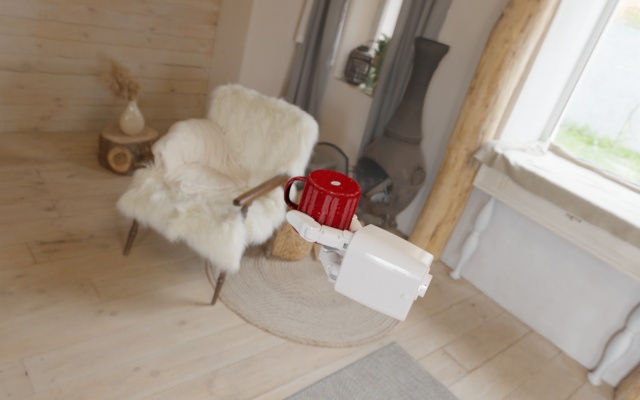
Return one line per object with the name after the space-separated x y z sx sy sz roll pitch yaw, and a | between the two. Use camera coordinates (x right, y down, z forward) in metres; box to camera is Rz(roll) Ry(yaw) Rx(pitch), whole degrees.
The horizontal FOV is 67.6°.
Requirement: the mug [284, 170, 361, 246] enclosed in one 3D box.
-0.001 0.002 0.703 0.117 0.081 0.093 25 27 16 | mug
